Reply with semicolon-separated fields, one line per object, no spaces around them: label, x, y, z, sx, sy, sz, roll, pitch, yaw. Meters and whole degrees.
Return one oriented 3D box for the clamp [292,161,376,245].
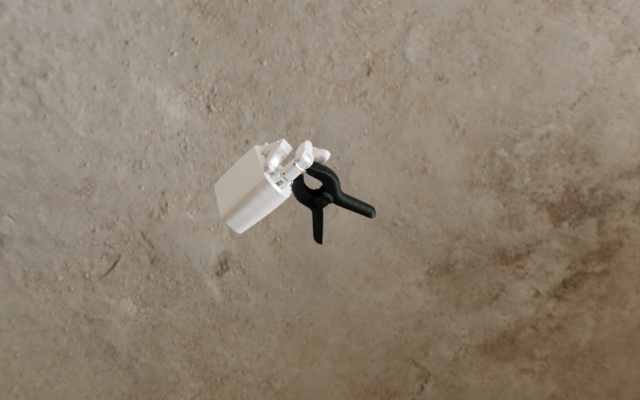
clamp;0.000;0.003;0.807;0.120;0.171;0.039;-39;25;14
